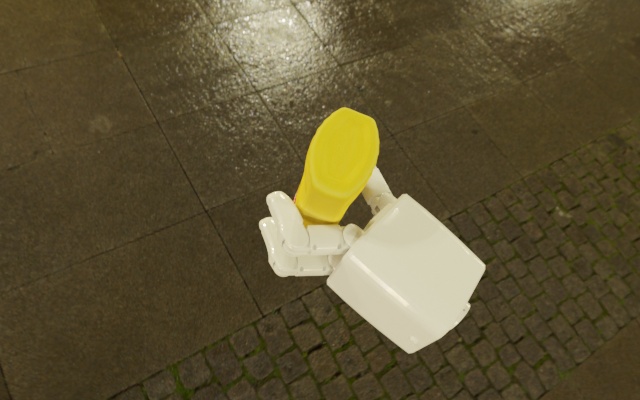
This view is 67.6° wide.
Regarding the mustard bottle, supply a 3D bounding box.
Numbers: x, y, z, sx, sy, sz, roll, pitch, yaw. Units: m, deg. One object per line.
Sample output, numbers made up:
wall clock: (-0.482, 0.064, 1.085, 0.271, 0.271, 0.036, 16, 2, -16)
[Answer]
mustard bottle: (0.000, 0.001, 0.478, 0.058, 0.096, 0.192, 20, -32, -3)
